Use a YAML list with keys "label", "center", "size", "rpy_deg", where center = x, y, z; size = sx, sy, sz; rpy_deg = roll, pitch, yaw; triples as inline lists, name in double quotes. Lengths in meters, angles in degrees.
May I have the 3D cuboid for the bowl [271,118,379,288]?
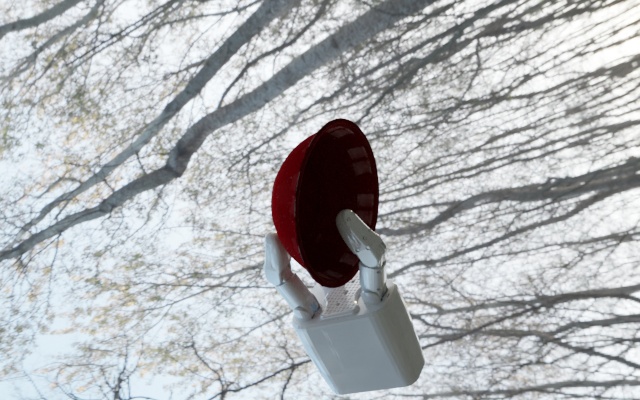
- label: "bowl"
  center: [0.000, 0.000, 0.469]
  size: [0.055, 0.162, 0.162]
  rpy_deg: [4, 2, 31]
